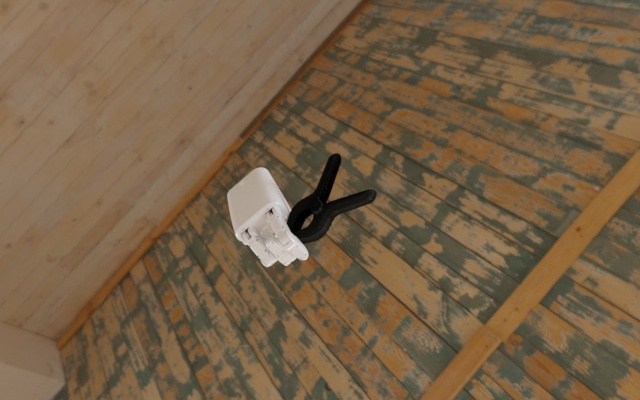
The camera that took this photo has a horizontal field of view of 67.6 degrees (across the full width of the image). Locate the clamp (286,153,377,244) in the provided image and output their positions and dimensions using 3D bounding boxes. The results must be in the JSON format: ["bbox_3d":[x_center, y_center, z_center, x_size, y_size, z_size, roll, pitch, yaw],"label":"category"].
[{"bbox_3d":[0.000,0.003,0.784,0.171,0.120,0.039,-37,-44,10],"label":"clamp"}]
